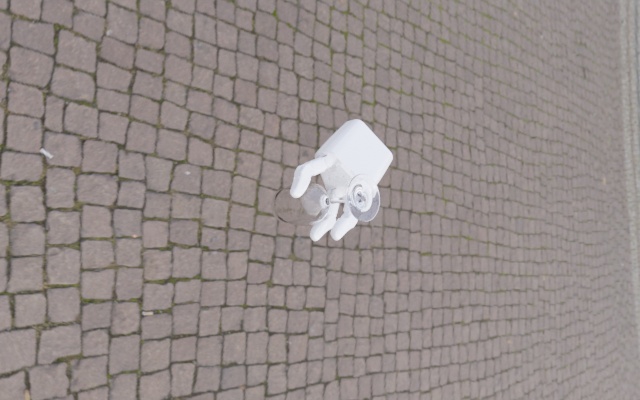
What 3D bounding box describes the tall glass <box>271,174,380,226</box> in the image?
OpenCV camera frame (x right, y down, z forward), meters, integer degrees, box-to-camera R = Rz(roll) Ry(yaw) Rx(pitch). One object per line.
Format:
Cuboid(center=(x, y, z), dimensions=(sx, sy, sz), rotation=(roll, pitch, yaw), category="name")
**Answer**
Cuboid(center=(0.000, 0.003, 0.803), dimensions=(0.079, 0.079, 0.201), rotation=(0, -4, -43), category="tall glass")
